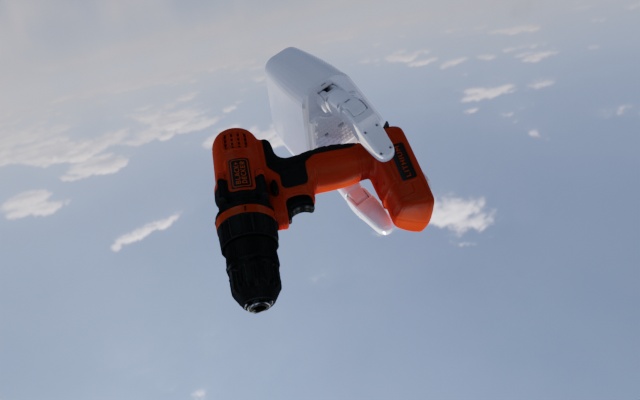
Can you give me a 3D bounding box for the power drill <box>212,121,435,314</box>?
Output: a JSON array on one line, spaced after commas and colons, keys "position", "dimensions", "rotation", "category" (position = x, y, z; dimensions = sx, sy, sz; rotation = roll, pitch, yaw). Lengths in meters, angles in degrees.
[{"position": [0.000, 0.001, 0.427], "dimensions": [0.187, 0.184, 0.057], "rotation": [-7, -35, -12], "category": "power drill"}]
